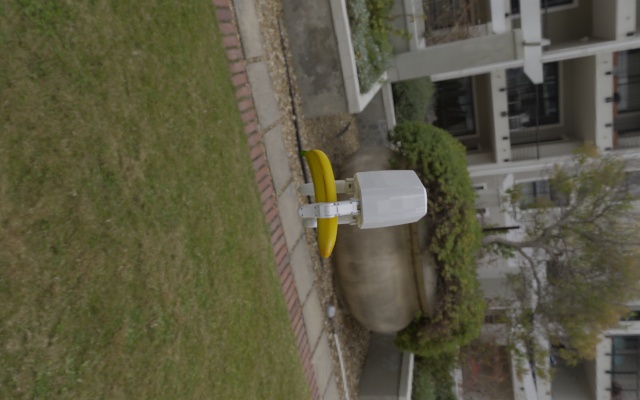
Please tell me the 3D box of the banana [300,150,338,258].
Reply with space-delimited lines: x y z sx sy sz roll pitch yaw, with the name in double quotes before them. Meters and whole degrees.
"banana" 0.004 -0.007 0.799 0.037 0.197 0.070 -5 -17 -16
